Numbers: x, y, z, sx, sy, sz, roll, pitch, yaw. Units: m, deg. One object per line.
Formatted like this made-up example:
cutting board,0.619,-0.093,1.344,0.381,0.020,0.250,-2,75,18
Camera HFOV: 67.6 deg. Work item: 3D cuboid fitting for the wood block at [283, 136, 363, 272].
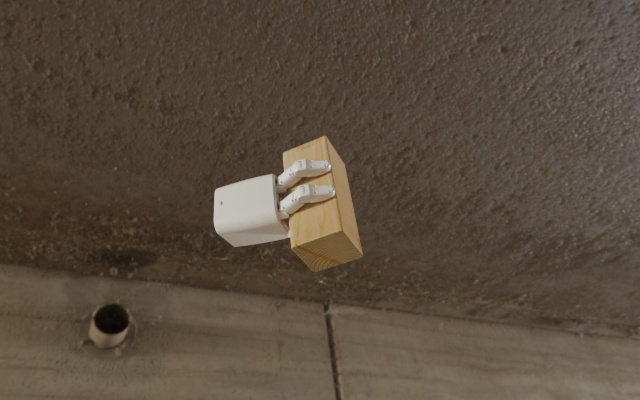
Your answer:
wood block,0.000,0.003,0.813,0.090,0.206,0.091,-20,-40,15
